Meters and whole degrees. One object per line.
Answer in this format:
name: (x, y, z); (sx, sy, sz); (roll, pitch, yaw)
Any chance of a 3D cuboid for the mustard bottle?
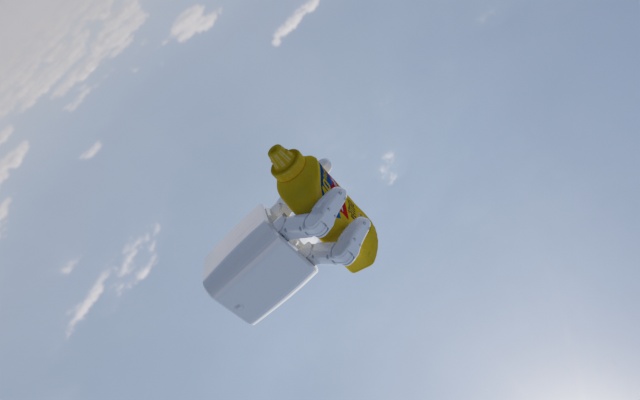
mustard bottle: (0.001, 0.002, 0.581); (0.058, 0.096, 0.192); (-27, -52, 20)
